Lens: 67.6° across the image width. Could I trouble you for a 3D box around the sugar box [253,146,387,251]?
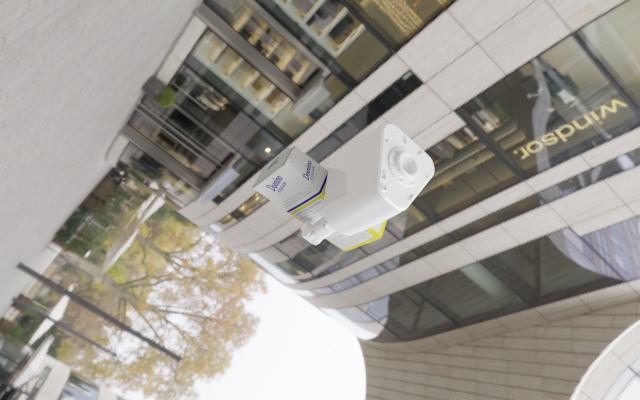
[{"bbox_3d":[0.000,0.002,0.683,0.176,0.048,0.093,39,-37,-18],"label":"sugar box"}]
